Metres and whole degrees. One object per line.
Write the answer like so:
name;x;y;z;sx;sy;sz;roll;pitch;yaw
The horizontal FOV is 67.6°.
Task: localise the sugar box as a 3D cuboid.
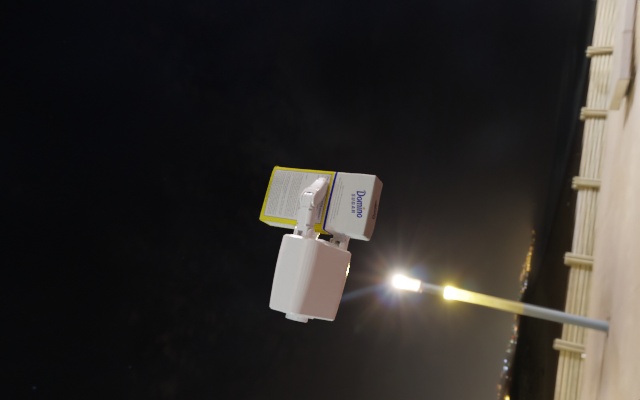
sugar box;0.000;0.003;0.734;0.176;0.093;0.048;8;-13;24
